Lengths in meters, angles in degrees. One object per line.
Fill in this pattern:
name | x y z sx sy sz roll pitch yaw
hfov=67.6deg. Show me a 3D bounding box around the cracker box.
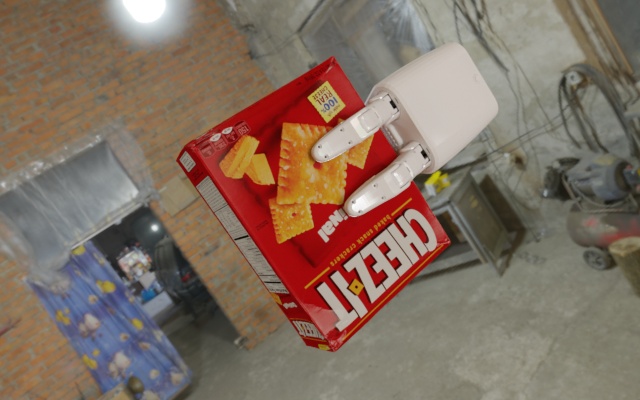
cracker box | 0.000 0.001 0.442 0.164 0.214 0.072 -37 7 -24
